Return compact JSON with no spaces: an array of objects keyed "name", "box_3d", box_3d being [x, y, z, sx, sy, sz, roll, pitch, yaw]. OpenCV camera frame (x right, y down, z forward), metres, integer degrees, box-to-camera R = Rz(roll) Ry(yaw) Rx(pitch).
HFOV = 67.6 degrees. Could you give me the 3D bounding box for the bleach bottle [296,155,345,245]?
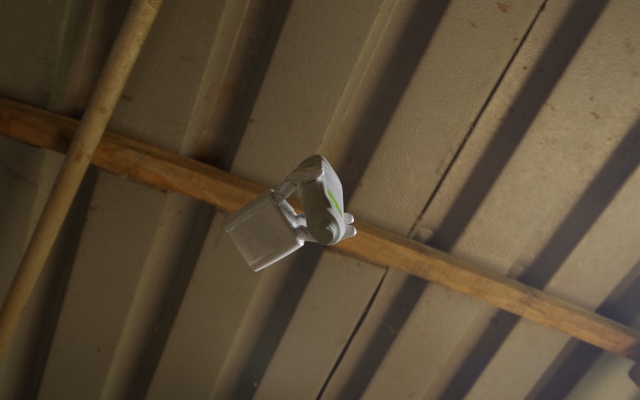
[{"name":"bleach bottle","box_3d":[0.000,0.003,0.843,0.068,0.102,0.250,-32,19,11]}]
